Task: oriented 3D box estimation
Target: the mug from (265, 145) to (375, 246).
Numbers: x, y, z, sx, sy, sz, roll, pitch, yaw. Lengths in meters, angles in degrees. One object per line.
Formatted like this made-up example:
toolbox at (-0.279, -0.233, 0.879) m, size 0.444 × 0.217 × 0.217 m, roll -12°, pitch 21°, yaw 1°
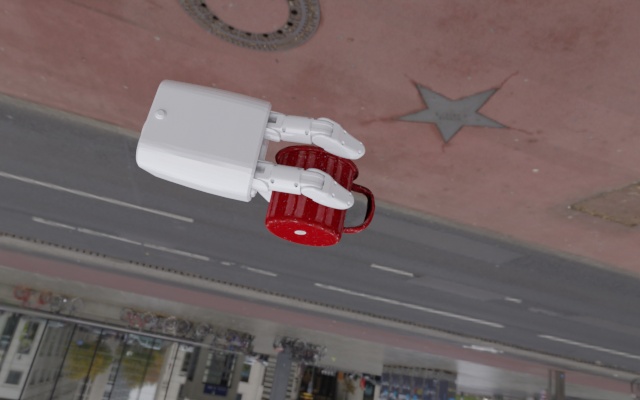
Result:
mug at (0.001, 0.002, 0.509) m, size 0.117 × 0.081 × 0.093 m, roll 13°, pitch -21°, yaw -4°
